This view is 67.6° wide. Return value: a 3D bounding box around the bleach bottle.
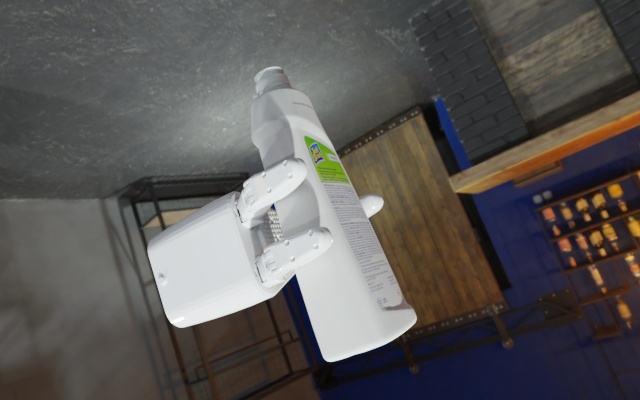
[{"bbox_3d":[0.000,0.001,0.416,0.068,0.250,0.102,-25,-13,22],"label":"bleach bottle"}]
